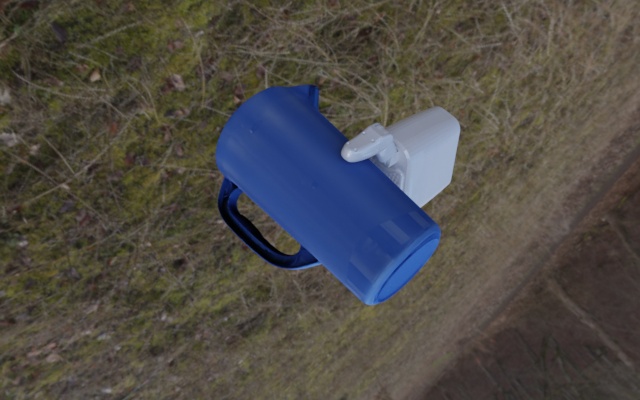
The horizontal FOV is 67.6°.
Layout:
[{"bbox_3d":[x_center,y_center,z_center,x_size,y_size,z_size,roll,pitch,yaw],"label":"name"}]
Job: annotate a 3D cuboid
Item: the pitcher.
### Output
[{"bbox_3d":[0.000,0.002,0.523,0.145,0.149,0.242,-30,62,-33],"label":"pitcher"}]
